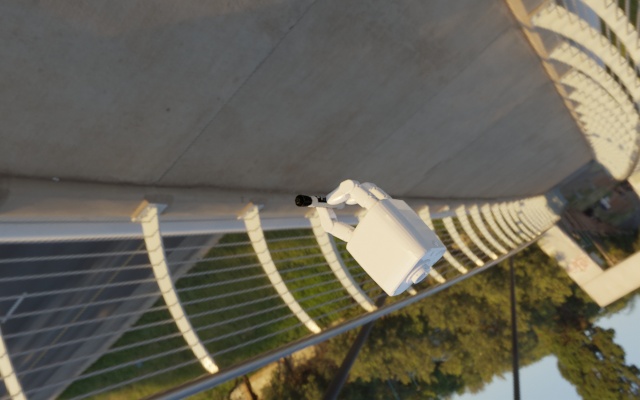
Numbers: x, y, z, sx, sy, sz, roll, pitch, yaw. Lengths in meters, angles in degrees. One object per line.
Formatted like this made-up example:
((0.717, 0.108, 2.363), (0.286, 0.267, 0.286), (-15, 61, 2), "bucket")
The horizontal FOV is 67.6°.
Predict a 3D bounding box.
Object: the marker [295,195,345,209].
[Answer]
((0.000, 0.002, 0.767), (0.020, 0.020, 0.121), (0, -3, 35), "marker")
